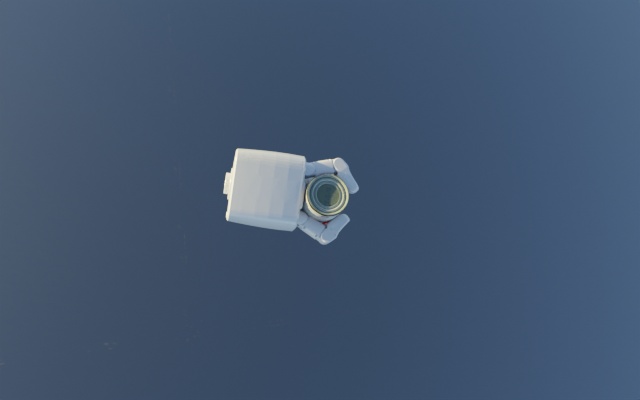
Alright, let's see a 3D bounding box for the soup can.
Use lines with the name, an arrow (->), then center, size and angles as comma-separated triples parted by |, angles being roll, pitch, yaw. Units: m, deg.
soup can -> 0.001, 0.003, 0.760 | 0.068, 0.068, 0.102 | 0, -14, -14
